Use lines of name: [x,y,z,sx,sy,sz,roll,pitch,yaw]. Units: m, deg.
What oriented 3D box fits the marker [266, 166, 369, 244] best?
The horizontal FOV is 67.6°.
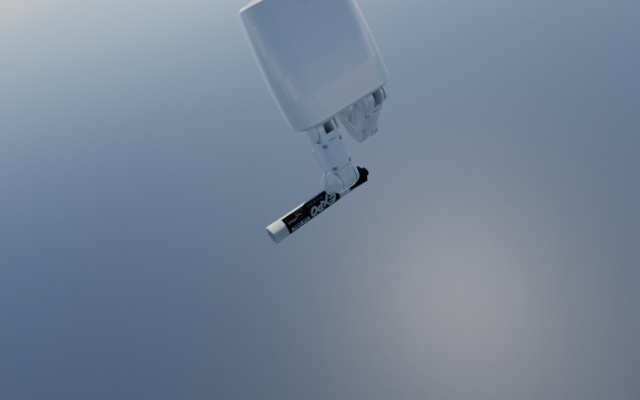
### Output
marker: [0.000,0.002,0.476,0.121,0.020,0.020,-34,12,-18]
